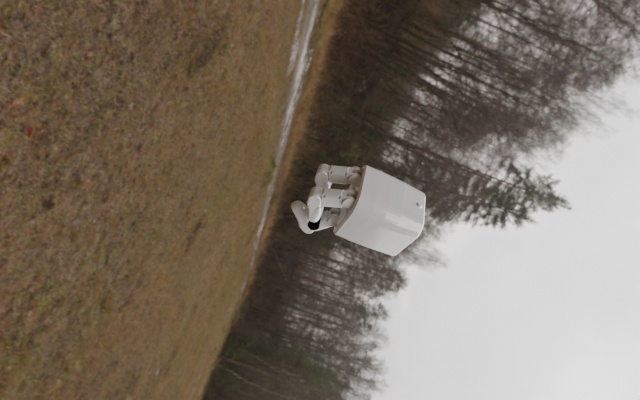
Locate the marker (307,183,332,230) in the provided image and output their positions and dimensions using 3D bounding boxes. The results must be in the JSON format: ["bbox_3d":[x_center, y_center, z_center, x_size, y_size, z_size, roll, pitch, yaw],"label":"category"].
[{"bbox_3d":[0.000,0.002,0.767,0.020,0.020,0.121,0,42,16],"label":"marker"}]
